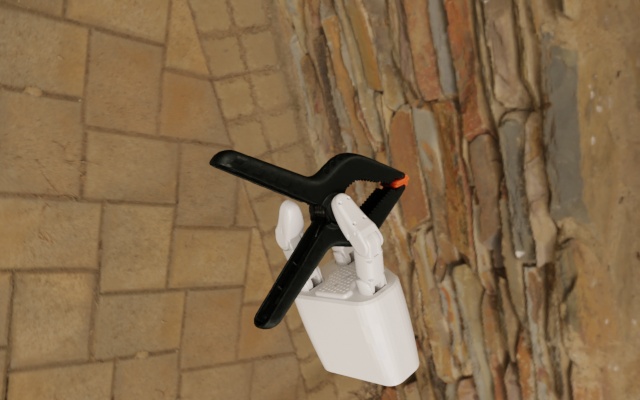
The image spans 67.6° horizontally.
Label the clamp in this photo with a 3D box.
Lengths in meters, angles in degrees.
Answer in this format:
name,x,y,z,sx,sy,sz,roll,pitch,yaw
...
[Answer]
name,x,y,z,sx,sy,sz,roll,pitch,yaw
clamp,0.001,0.002,0.455,0.210,0.165,0.036,-30,23,-30
